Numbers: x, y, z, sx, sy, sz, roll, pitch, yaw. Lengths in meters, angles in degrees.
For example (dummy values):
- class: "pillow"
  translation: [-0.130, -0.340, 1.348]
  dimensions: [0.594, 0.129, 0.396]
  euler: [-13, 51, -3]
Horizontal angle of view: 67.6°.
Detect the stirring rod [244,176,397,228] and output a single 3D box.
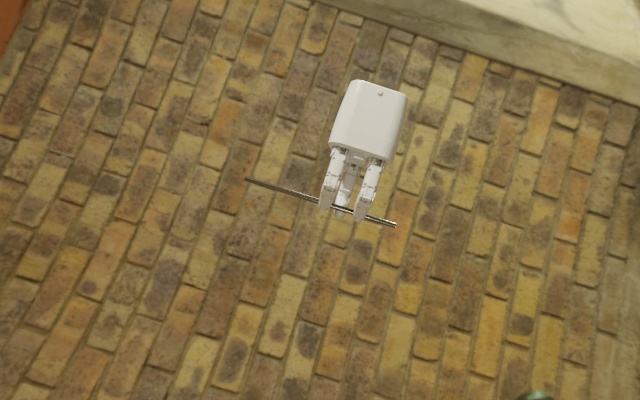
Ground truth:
- class: "stirring rod"
  translation: [0.000, 0.002, 0.725]
  dimensions: [0.239, 0.011, 0.011]
  euler: [18, 0, -1]
